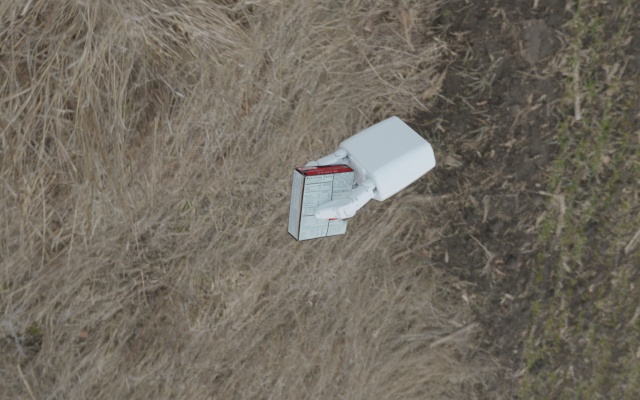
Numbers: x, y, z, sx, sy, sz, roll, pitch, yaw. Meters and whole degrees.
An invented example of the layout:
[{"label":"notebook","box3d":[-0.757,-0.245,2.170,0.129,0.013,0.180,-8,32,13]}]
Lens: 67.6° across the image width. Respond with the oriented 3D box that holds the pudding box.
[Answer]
[{"label":"pudding box","box3d":[0.000,0.002,0.730,0.090,0.113,0.039,-6,25,-29]}]
